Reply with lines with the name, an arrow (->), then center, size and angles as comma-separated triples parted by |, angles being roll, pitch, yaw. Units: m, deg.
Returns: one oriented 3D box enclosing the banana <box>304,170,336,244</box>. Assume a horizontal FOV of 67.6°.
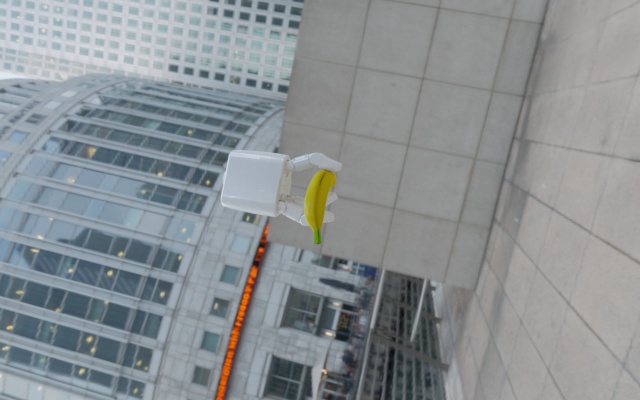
banana -> -0.001, -0.011, 0.829 | 0.037, 0.070, 0.197 | 5, 35, 9
